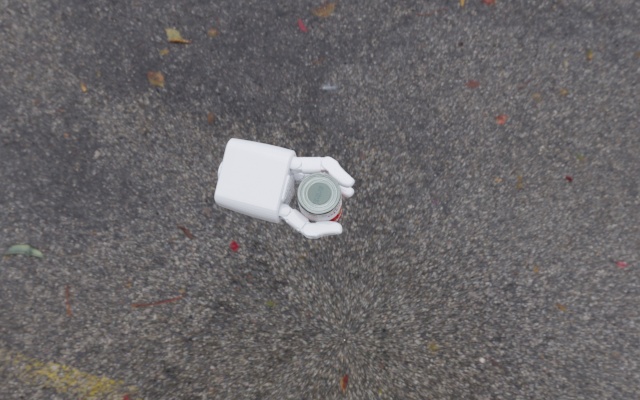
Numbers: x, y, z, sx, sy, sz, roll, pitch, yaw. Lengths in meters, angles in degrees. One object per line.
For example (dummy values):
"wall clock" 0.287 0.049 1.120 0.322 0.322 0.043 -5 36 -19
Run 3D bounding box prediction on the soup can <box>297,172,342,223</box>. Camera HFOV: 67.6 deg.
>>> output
"soup can" 0.001 0.003 0.754 0.068 0.068 0.102 0 -16 3
